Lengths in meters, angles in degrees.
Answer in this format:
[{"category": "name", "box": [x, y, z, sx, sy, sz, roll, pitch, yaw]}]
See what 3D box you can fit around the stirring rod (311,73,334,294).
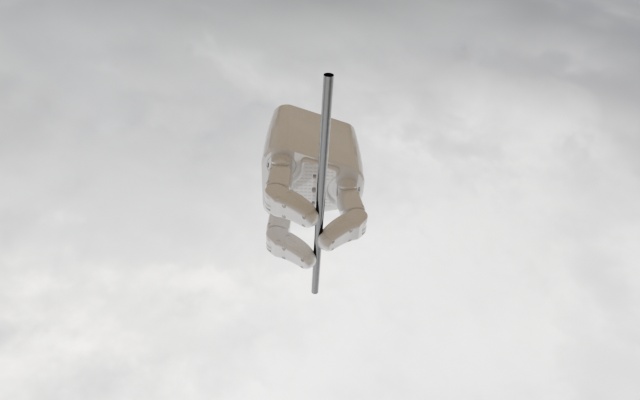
[{"category": "stirring rod", "box": [0.000, 0.001, 0.427, 0.011, 0.240, 0.011, 2, 38, -2]}]
